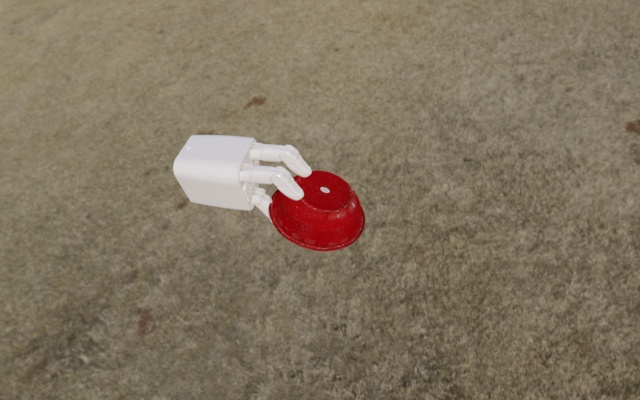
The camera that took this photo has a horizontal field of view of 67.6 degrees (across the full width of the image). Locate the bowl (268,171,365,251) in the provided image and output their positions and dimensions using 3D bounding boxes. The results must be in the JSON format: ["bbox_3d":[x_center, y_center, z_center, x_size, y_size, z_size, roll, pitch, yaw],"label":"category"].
[{"bbox_3d":[0.002,0.002,0.767,0.162,0.162,0.055,0,-44,-16],"label":"bowl"}]
